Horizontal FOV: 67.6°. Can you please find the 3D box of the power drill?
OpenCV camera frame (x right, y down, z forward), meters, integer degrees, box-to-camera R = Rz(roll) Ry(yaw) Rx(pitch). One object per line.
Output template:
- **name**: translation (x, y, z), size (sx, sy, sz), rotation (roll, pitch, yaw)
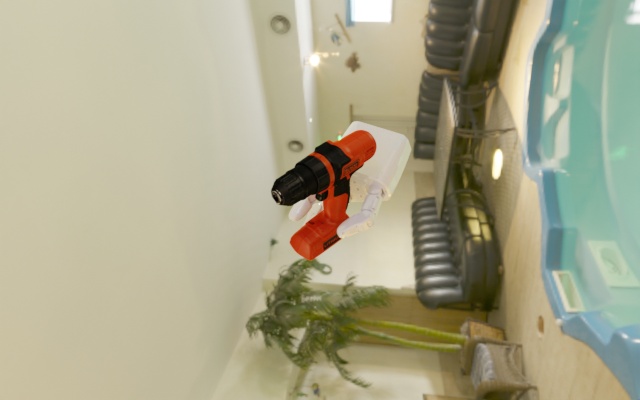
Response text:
- **power drill**: translation (0.000, 0.002, 0.695), size (0.184, 0.188, 0.057), rotation (-32, 59, -33)
